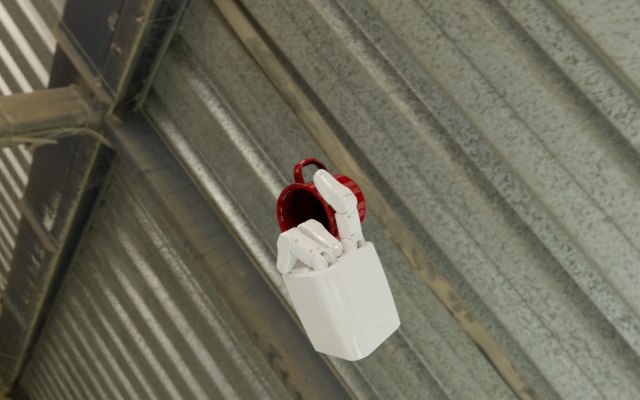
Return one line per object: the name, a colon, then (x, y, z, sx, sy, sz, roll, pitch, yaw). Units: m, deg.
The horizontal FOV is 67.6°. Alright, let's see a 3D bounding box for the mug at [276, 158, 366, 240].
mug: (0.000, 0.001, 0.613, 0.093, 0.117, 0.081, -17, 4, 44)
